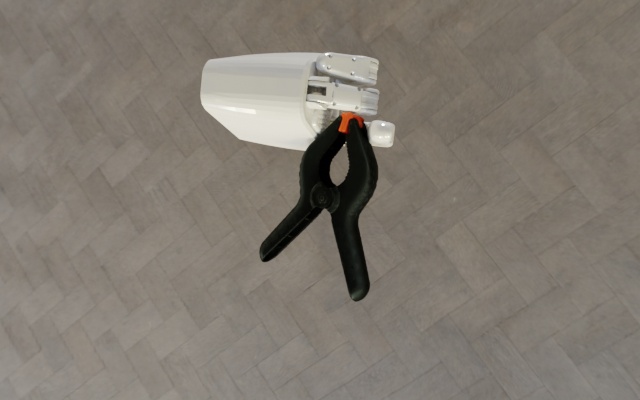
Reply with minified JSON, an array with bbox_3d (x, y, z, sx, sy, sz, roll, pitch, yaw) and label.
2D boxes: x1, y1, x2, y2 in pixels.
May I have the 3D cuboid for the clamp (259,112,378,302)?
[{"bbox_3d":[0.000,0.001,0.458,0.120,0.171,0.039,9,1,21],"label":"clamp"}]
